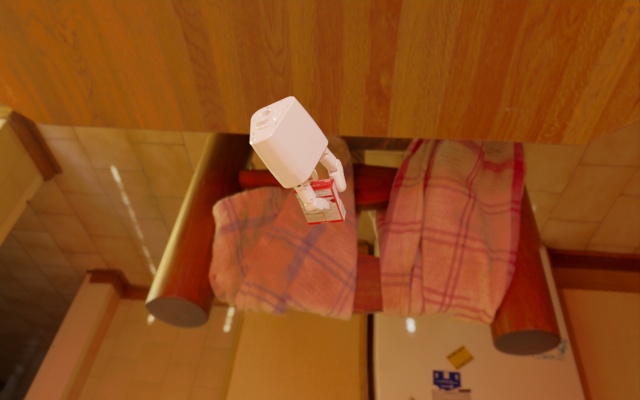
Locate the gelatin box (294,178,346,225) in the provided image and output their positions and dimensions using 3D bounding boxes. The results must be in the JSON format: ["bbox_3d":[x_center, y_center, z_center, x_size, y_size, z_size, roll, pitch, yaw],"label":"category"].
[{"bbox_3d":[0.000,0.003,0.889,0.073,0.089,0.030,-7,40,18],"label":"gelatin box"}]
